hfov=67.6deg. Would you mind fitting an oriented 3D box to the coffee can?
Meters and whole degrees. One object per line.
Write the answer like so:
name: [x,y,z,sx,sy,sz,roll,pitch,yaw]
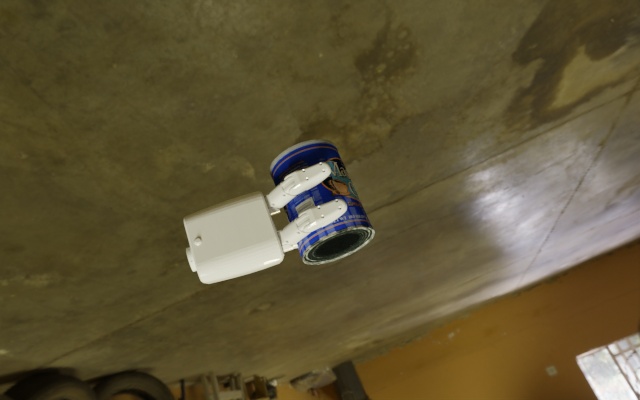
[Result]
coffee can: [0.000,0.002,0.654,0.103,0.140,0.103,-19,-24,-9]
